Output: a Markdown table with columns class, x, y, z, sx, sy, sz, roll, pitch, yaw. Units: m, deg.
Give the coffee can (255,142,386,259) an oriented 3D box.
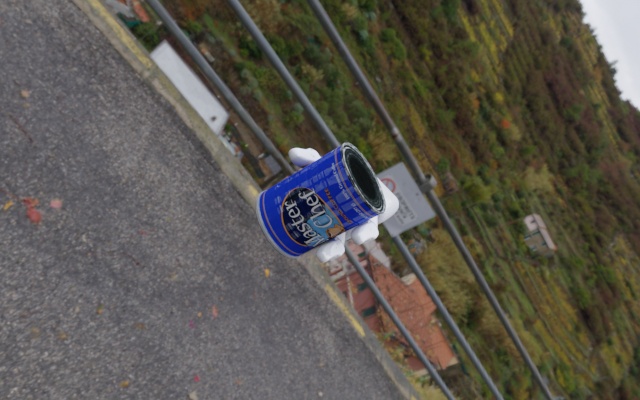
| class | x | y | z | sx | sy | sz | roll | pitch | yaw |
| --- | --- | --- | --- | --- | --- | --- | --- | --- | --- |
| coffee can | 0.000 | 0.002 | 0.631 | 0.140 | 0.103 | 0.103 | -29 | -12 | 22 |
